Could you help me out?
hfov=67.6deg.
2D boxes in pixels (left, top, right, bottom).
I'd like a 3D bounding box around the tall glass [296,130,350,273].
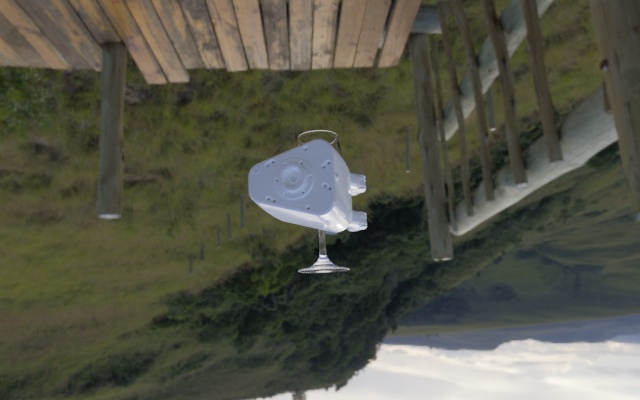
[{"bbox_3d":[0.000,0.003,0.697,0.079,0.201,0.079,-3,-13,-1],"label":"tall glass"}]
